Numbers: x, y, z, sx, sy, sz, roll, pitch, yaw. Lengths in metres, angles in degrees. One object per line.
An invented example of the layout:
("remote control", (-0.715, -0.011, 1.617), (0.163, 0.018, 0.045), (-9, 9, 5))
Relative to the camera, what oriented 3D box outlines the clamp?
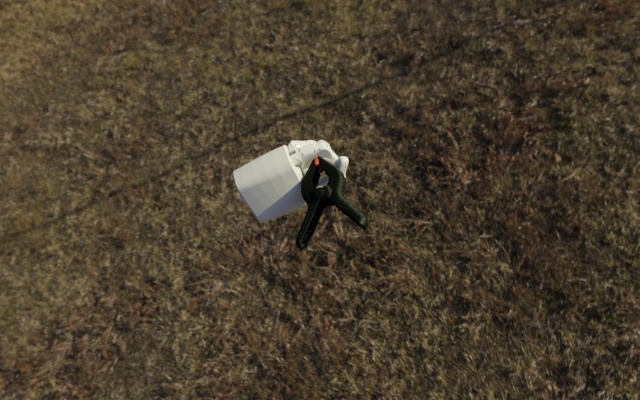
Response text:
("clamp", (0.000, 0.002, 0.792), (0.120, 0.171, 0.039), (-22, -40, 3))
